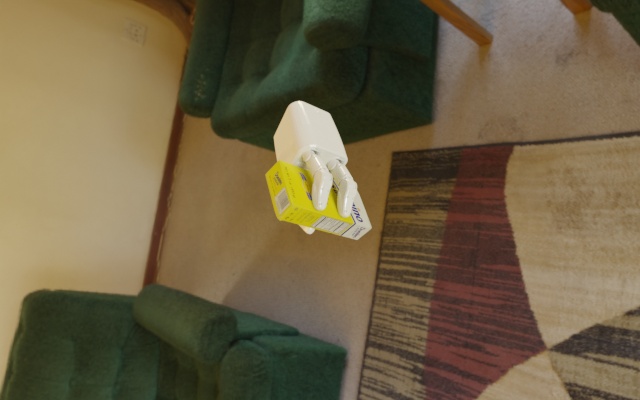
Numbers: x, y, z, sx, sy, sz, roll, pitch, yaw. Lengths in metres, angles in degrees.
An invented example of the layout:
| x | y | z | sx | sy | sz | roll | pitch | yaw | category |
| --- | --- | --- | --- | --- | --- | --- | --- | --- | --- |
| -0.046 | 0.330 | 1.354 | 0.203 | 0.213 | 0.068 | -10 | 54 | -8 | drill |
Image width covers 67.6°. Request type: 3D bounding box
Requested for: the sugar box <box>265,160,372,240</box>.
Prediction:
| x | y | z | sx | sy | sz | roll | pitch | yaw | category |
| --- | --- | --- | --- | --- | --- | --- | --- | --- | --- |
| 0.000 | 0.002 | 0.776 | 0.176 | 0.093 | 0.048 | 14 | -46 | -39 | sugar box |
